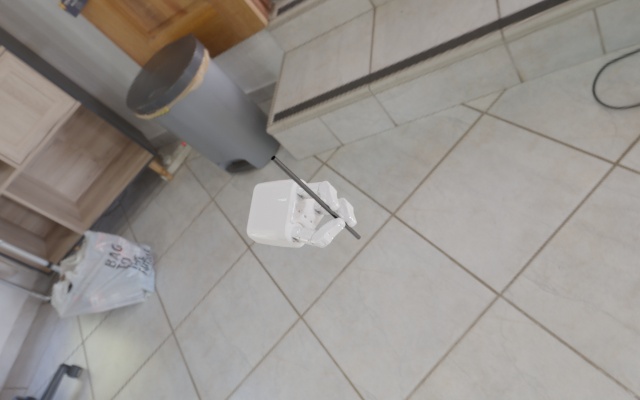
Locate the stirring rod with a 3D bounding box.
[{"bbox_3d":[0.000,0.003,0.747,0.011,0.011,0.240,0,-31,40],"label":"stirring rod"}]
